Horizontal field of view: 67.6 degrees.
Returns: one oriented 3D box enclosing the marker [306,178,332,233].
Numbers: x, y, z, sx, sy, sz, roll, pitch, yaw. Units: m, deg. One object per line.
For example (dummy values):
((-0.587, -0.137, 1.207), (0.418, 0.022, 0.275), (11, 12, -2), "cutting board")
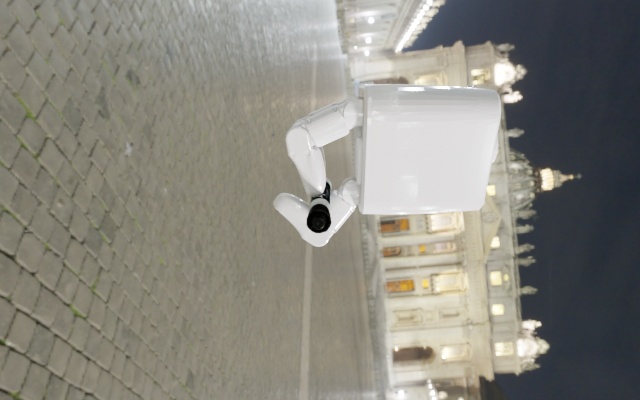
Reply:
((0.000, 0.001, 0.406), (0.020, 0.020, 0.121), (0, 15, 1), "marker")
